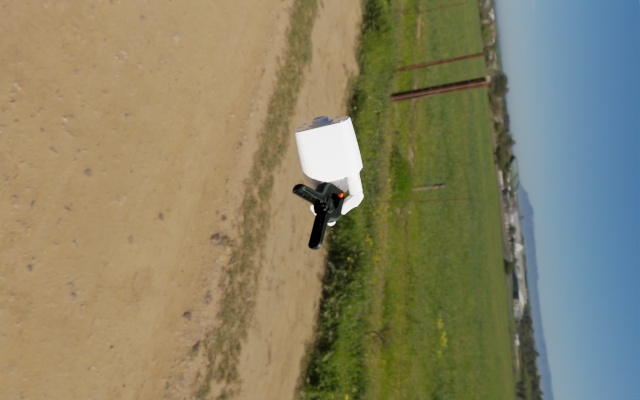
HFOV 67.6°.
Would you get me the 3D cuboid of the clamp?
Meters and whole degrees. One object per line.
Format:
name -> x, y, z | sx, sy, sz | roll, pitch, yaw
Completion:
clamp -> 0.001, 0.003, 0.892 | 0.039, 0.120, 0.171 | -6, 22, 23
